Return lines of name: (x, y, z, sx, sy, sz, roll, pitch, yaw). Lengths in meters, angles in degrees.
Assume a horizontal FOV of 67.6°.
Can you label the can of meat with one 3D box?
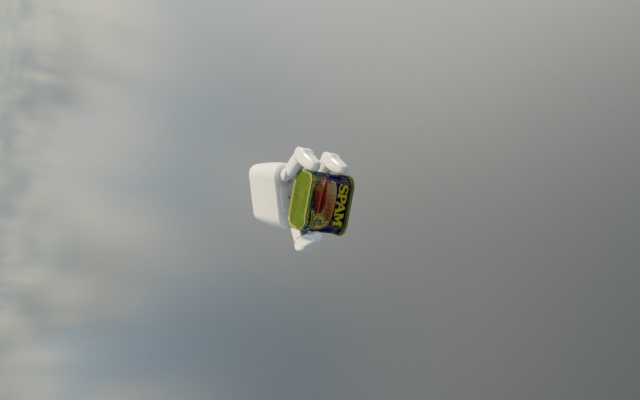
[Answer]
can of meat: (0.000, 0.003, 0.772, 0.084, 0.102, 0.057, 8, 4, -35)
